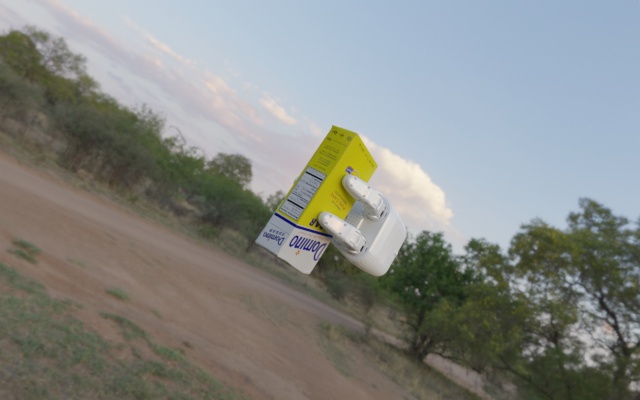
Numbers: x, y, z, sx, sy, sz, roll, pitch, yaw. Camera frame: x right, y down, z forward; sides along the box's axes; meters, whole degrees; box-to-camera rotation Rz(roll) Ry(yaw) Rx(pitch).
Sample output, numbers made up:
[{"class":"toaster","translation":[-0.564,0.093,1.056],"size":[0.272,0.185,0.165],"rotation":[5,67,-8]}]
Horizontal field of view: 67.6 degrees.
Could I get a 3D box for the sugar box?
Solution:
[{"class":"sugar box","translation":[0.001,0.002,0.603],"size":[0.048,0.176,0.093],"rotation":[25,-10,32]}]
